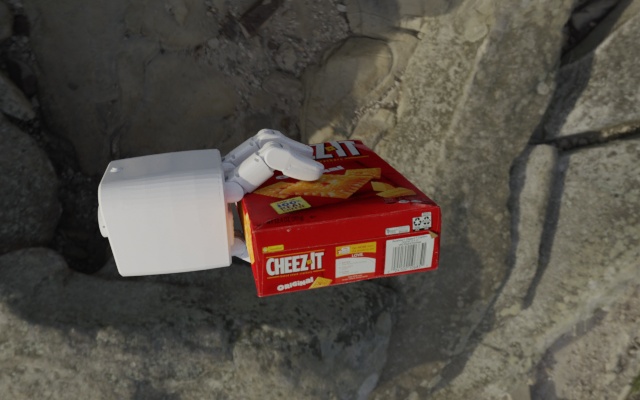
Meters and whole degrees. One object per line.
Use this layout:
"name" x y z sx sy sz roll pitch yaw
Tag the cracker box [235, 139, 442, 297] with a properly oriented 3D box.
"cracker box" 0.000 0.002 0.487 0.164 0.072 0.213 -7 24 -13
